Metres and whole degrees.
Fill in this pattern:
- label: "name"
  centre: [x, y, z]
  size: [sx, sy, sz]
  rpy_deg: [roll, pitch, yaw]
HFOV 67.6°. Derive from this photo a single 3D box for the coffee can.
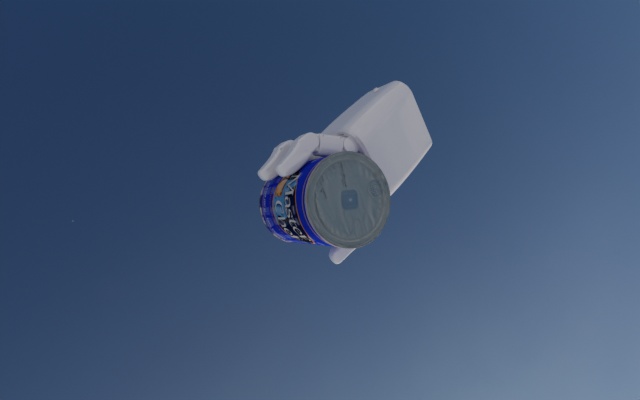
- label: "coffee can"
  centre: [0.000, 0.002, 0.560]
  size: [0.103, 0.103, 0.140]
  rpy_deg: [0, -2, -27]
